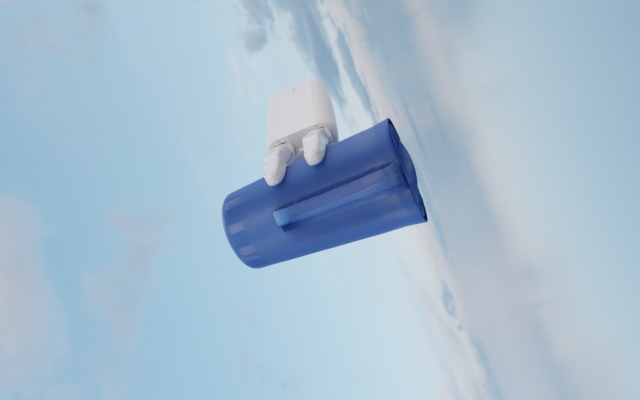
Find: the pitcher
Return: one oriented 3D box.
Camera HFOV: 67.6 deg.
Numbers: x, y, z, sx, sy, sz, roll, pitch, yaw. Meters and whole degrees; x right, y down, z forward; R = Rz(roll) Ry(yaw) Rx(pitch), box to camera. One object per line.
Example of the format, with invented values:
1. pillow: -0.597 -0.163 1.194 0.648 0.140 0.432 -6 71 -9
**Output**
1. pitcher: 0.000 0.002 0.594 0.243 0.145 0.149 -21 -43 15
